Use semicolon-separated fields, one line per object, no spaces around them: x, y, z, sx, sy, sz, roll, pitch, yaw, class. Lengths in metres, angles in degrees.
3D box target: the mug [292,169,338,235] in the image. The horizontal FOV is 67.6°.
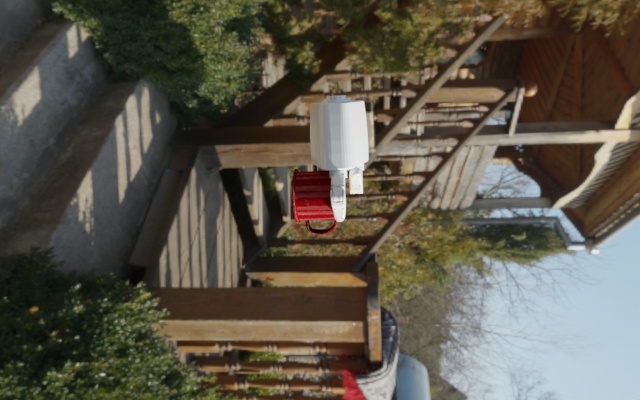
0.000;0.004;0.810;0.081;0.117;0.093;-2;14;6;mug
